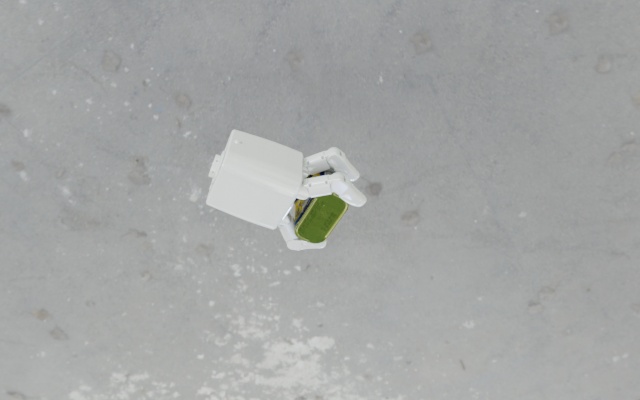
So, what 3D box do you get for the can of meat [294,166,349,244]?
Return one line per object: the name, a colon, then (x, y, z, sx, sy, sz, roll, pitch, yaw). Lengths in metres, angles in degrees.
can of meat: (0.000, 0.003, 0.709, 0.057, 0.102, 0.084, 23, 31, -17)
